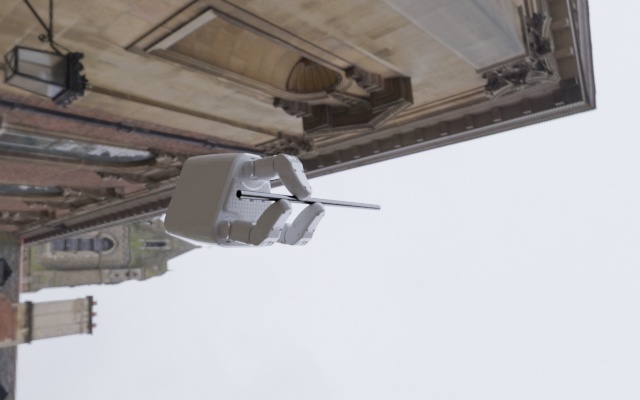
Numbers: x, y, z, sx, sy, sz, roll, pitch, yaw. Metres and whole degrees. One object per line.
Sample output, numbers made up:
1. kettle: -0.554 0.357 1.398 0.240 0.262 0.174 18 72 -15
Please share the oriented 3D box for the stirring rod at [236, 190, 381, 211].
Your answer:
1. stirring rod: 0.000 0.002 0.538 0.011 0.011 0.239 0 -4 39
